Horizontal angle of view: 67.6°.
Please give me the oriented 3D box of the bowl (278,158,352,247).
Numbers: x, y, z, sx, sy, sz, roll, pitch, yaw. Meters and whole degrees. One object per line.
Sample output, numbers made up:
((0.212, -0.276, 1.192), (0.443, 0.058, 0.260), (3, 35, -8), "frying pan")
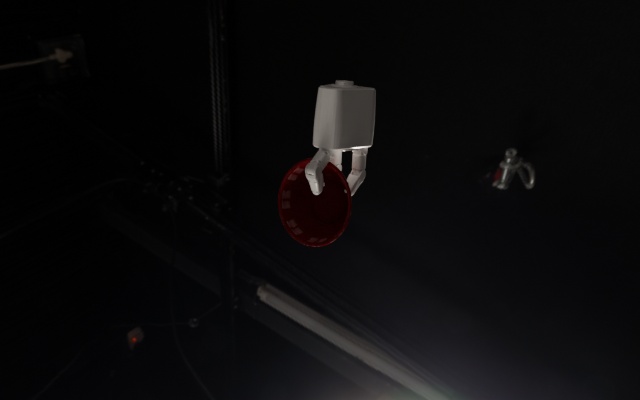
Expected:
((0.000, 0.004, 0.887), (0.162, 0.162, 0.055), (0, 1, 33), "bowl")
